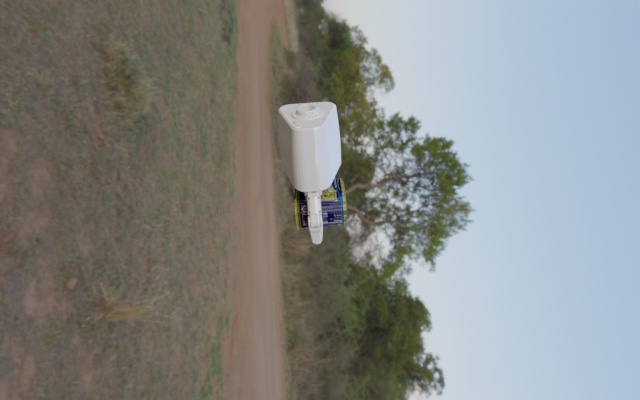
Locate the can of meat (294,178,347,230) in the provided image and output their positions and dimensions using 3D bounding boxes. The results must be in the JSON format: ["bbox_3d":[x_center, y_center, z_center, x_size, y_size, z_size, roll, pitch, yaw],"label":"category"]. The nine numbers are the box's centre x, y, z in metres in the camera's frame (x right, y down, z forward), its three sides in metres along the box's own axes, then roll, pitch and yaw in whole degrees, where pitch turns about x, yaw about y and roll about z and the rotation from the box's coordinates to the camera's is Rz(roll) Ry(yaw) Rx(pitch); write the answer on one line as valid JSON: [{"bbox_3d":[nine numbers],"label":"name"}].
[{"bbox_3d":[0.000,0.003,0.812,0.084,0.057,0.102,-4,30,1],"label":"can of meat"}]
